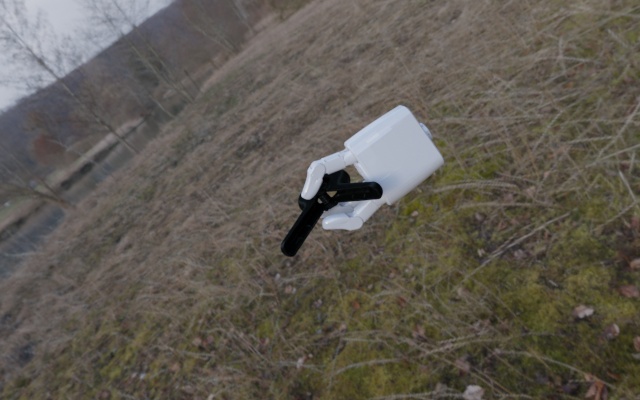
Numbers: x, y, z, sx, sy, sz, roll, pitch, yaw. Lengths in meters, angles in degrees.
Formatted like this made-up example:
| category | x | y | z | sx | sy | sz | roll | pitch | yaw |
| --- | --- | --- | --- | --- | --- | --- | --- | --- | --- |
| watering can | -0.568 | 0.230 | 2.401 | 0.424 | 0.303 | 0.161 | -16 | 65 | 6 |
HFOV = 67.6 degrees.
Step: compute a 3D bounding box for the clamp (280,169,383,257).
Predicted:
| category | x | y | z | sx | sy | sz | roll | pitch | yaw |
| --- | --- | --- | --- | --- | --- | --- | --- | --- | --- |
| clamp | 0.000 | 0.001 | 0.736 | 0.164 | 0.036 | 0.210 | -36 | 20 | 2 |
